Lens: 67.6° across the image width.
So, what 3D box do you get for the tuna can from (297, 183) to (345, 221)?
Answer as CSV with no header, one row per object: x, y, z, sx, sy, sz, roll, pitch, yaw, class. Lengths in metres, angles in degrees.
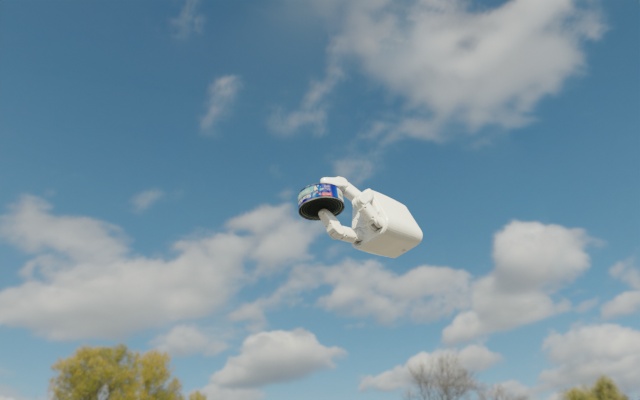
0.000,0.002,0.886,0.086,0.033,0.086,-6,-30,-3,tuna can
